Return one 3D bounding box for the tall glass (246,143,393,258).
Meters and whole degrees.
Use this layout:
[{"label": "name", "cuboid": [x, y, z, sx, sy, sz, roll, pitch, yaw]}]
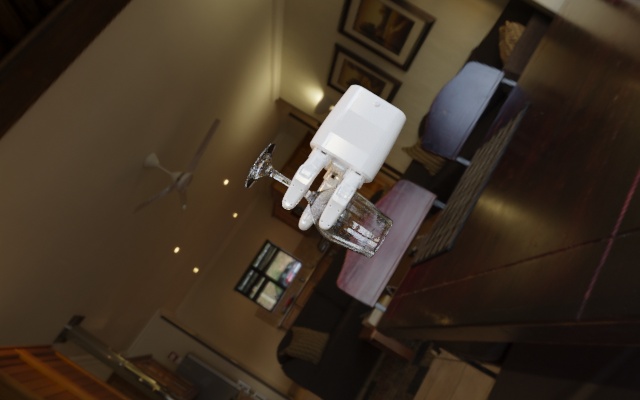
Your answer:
[{"label": "tall glass", "cuboid": [-0.001, 0.002, 0.666, 0.201, 0.079, 0.079, 32, 2, 3]}]
